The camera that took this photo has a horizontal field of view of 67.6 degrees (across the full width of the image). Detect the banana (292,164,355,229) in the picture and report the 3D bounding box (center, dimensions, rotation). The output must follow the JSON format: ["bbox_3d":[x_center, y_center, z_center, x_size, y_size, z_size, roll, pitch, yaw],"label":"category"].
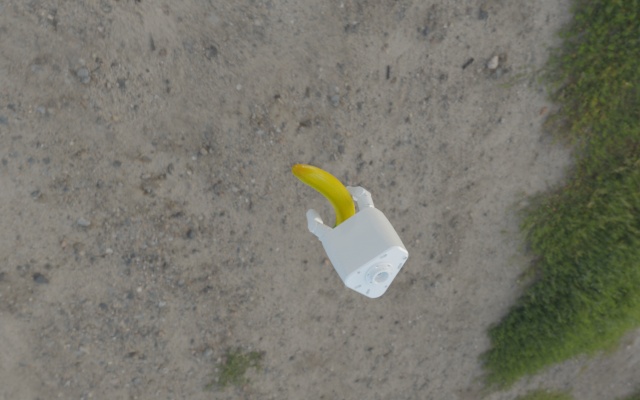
[{"bbox_3d":[0.018,-0.004,0.859,0.069,0.198,0.037,-28,42,3],"label":"banana"}]
